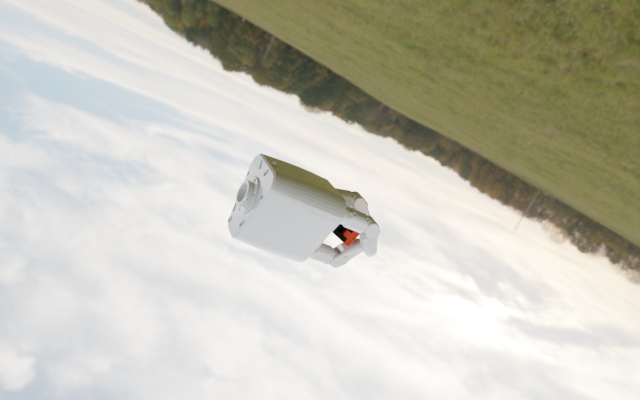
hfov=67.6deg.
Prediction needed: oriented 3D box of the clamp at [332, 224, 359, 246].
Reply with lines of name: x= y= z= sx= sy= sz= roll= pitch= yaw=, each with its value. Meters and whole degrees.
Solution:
clamp: x=0.000 y=0.003 z=0.702 sx=0.120 sy=0.039 sz=0.171 roll=24 pitch=15 yaw=-30
